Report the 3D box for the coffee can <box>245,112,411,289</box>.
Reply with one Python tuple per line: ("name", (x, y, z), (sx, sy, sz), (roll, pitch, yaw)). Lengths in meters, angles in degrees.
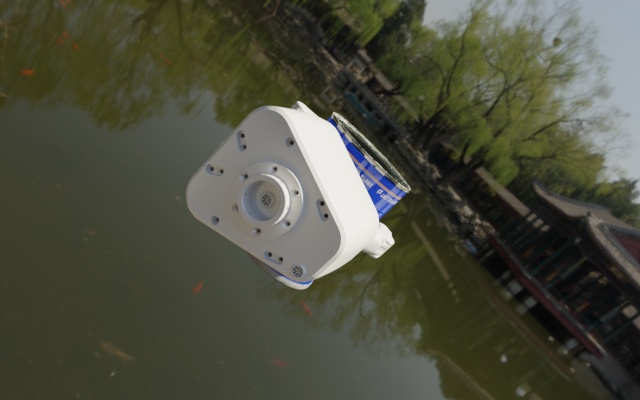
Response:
("coffee can", (0.000, 0.002, 0.460), (0.140, 0.103, 0.103), (-45, -13, 14))
